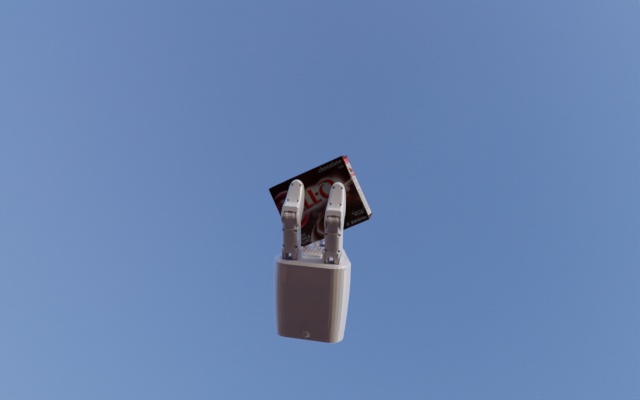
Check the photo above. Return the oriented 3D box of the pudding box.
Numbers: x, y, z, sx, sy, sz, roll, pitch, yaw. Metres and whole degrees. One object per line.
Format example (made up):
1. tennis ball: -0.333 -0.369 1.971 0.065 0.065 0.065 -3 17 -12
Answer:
1. pudding box: 0.000 0.002 0.633 0.113 0.090 0.039 -24 3 13
